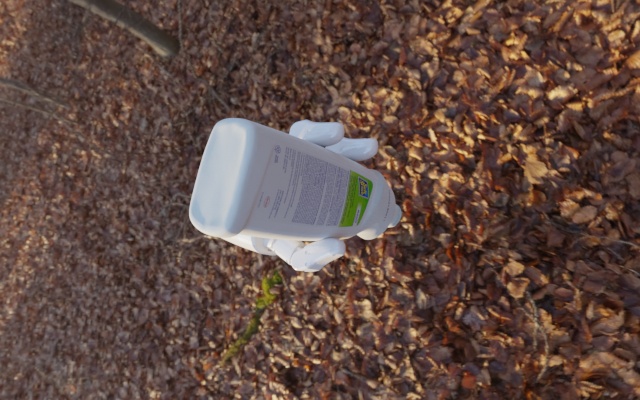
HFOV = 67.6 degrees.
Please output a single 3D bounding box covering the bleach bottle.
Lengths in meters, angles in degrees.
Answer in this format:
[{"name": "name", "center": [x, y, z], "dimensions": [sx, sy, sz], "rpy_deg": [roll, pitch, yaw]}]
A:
[{"name": "bleach bottle", "center": [0.000, 0.001, 0.476], "dimensions": [0.068, 0.102, 0.251], "rpy_deg": [14, -2, 43]}]
